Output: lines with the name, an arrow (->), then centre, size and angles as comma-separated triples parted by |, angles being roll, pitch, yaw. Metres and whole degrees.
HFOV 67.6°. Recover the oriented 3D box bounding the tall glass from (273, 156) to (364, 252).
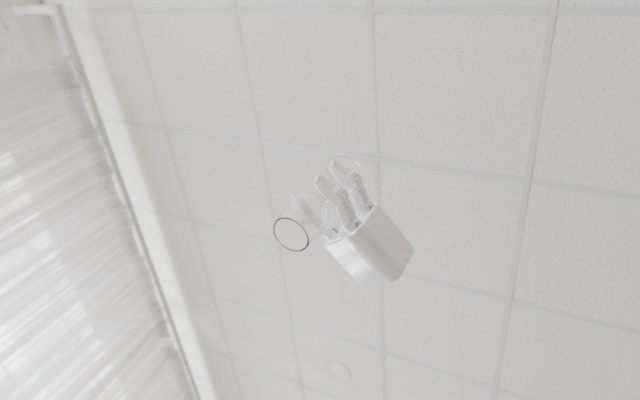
tall glass -> 0.000, 0.002, 0.791 | 0.079, 0.079, 0.201 | 0, 30, 32
